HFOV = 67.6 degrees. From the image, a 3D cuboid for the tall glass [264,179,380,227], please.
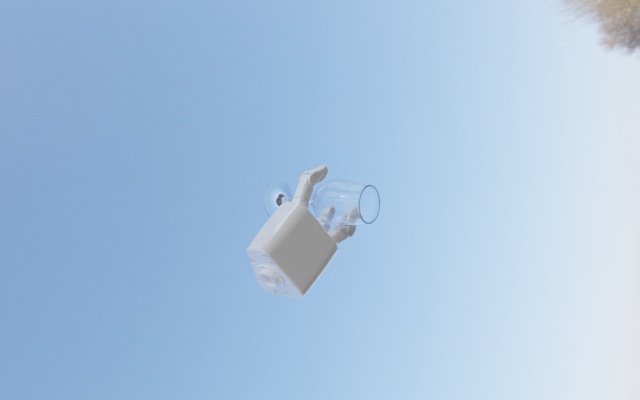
[{"bbox_3d":[0.000,0.002,0.812,0.201,0.079,0.079,2,1,38],"label":"tall glass"}]
